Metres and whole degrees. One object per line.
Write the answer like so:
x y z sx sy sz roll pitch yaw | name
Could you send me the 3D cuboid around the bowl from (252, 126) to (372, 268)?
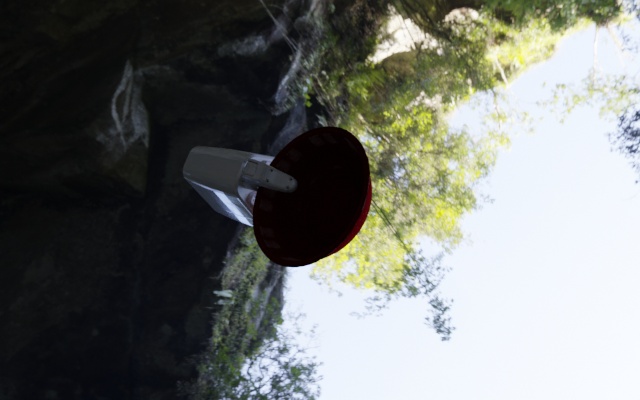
0.001 0.002 0.529 0.162 0.162 0.055 0 -21 42 | bowl
